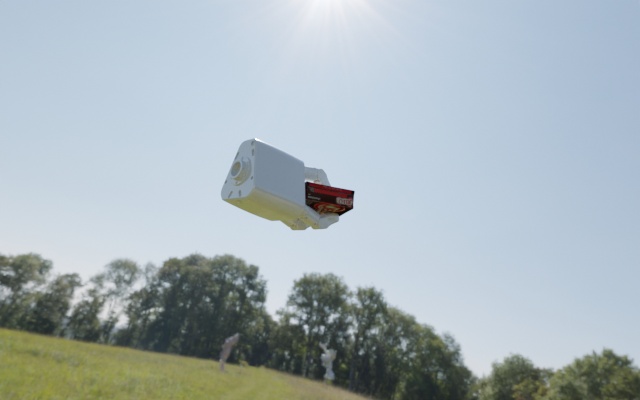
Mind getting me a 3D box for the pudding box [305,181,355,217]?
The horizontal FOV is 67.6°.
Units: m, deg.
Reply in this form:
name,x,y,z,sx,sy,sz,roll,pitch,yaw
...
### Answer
name,x,y,z,sx,sy,sz,roll,pitch,yaw
pudding box,0.000,0.003,0.854,0.090,0.039,0.113,12,-14,-15
